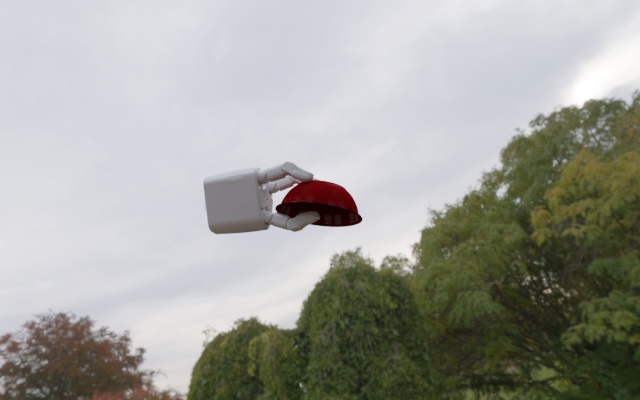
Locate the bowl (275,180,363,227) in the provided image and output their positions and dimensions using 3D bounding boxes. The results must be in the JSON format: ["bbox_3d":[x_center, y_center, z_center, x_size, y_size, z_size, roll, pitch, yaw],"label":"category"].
[{"bbox_3d":[0.002,0.003,0.883,0.162,0.055,0.162,7,-16,2],"label":"bowl"}]
